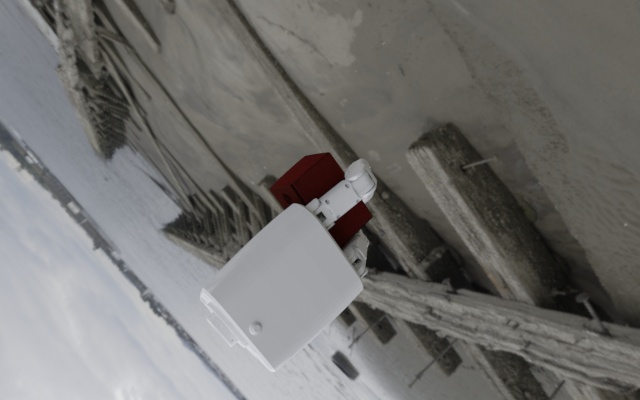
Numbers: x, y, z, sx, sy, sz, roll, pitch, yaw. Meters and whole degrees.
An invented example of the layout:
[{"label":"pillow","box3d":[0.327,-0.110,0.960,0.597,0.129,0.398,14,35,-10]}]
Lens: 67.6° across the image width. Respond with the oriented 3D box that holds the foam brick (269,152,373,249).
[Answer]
[{"label":"foam brick","box3d":[0.000,0.001,0.447,0.051,0.078,0.053,-41,16,-21]}]
